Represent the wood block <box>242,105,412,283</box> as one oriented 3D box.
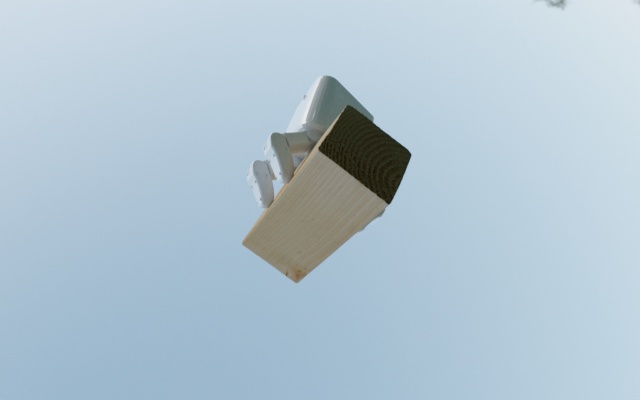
[{"bbox_3d":[0.000,0.002,0.555,0.091,0.090,0.206,36,-42,-6],"label":"wood block"}]
